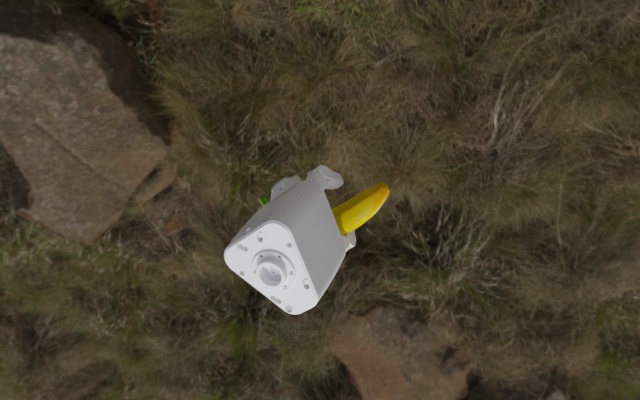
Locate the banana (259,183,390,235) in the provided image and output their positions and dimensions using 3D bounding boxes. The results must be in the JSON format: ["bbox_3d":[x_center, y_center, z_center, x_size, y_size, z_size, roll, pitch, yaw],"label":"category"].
[{"bbox_3d":[-0.001,0.021,0.639,0.198,0.069,0.037,-6,3,26],"label":"banana"}]
